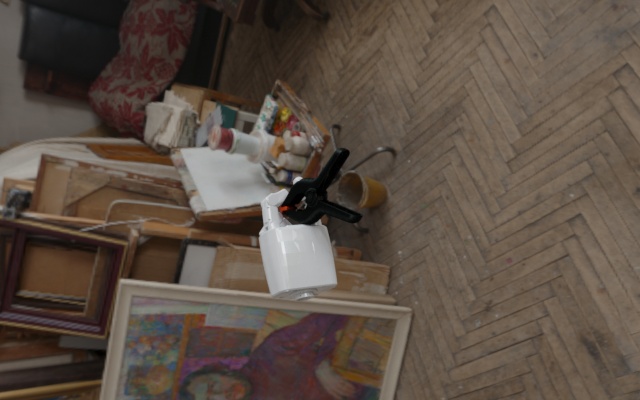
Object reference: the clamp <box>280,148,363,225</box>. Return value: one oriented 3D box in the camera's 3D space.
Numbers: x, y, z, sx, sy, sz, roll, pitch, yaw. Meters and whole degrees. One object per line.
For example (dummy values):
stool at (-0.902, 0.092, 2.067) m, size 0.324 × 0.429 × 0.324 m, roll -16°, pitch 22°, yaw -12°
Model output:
clamp at (0.000, 0.002, 0.786) m, size 0.039 × 0.120 × 0.171 m, roll 7°, pitch -29°, yaw -41°
